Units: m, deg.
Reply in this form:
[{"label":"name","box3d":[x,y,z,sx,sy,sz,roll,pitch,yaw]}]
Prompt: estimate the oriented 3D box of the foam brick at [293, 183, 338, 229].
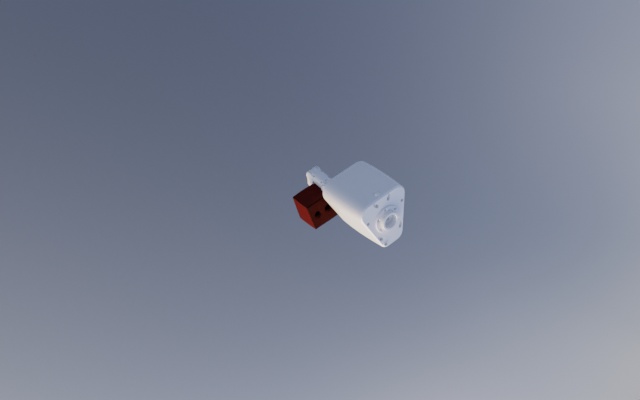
[{"label":"foam brick","box3d":[0.000,0.003,0.852,0.078,0.053,0.051,-34,40,-16]}]
